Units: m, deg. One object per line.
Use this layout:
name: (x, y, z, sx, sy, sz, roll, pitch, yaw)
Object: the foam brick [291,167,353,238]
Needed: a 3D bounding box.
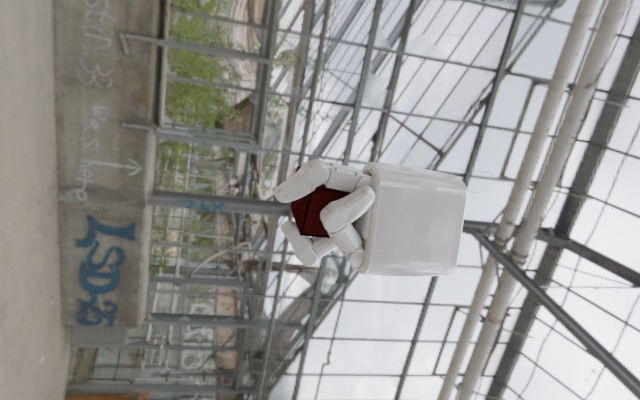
foam brick: (0.000, 0.002, 0.530, 0.051, 0.053, 0.078, 5, 23, -15)
